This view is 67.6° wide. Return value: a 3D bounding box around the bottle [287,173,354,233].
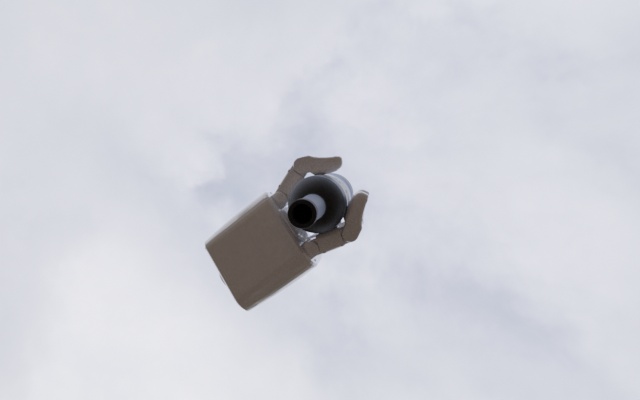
[{"bbox_3d":[0.000,0.002,0.581,0.069,0.069,0.295,0,4,7],"label":"bottle"}]
